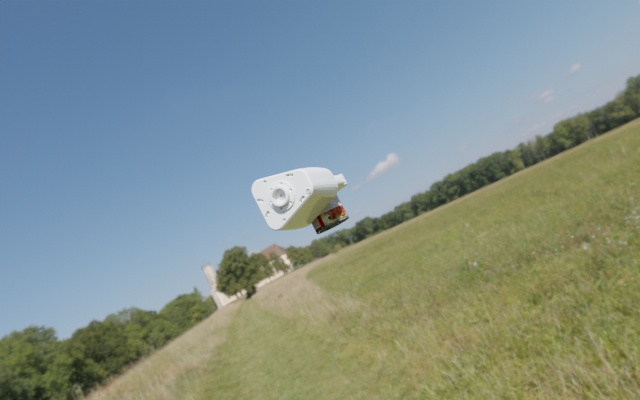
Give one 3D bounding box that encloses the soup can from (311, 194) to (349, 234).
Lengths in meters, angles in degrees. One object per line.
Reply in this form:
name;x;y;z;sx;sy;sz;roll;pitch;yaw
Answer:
soup can;0.000;0.003;0.891;0.068;0.102;0.068;-27;-9;-5
